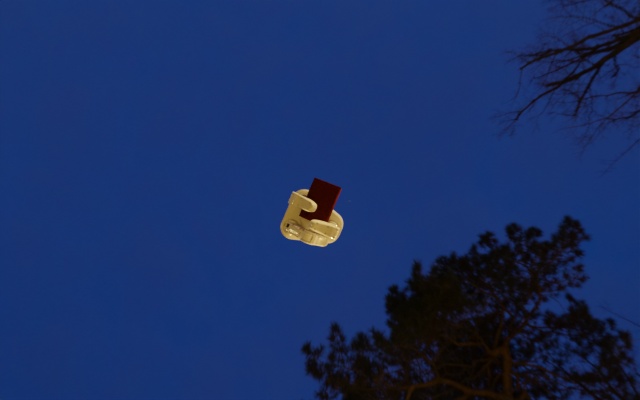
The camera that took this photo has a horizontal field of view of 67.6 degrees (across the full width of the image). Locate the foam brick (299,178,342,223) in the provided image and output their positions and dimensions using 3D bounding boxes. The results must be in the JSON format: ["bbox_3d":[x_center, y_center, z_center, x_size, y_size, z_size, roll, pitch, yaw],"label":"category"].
[{"bbox_3d":[0.000,0.003,0.871,0.053,0.078,0.051,23,2,4],"label":"foam brick"}]
